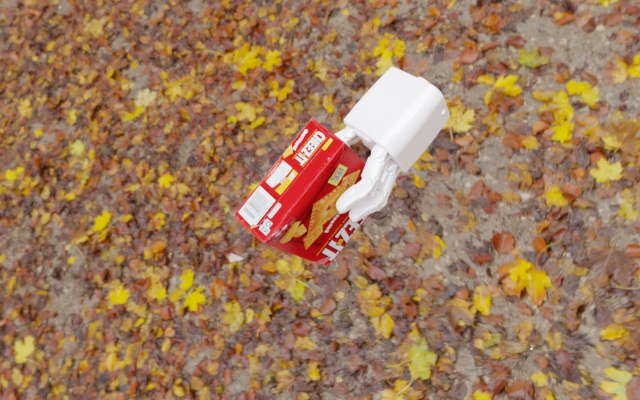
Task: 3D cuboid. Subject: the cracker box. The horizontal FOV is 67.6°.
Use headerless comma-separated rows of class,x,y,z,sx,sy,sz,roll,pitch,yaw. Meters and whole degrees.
cracker box,0.000,0.002,0.688,0.072,0.164,0.214,41,3,28
